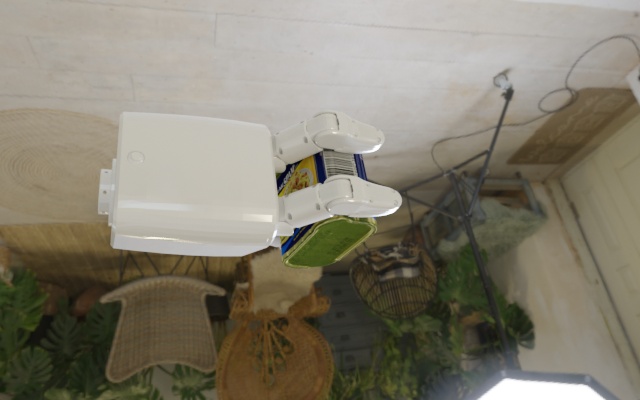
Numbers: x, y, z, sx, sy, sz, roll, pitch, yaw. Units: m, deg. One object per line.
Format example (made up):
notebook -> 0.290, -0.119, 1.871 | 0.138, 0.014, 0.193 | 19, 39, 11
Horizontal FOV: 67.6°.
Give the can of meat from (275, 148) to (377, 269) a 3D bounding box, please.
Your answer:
can of meat -> 0.000, 0.002, 0.401 | 0.057, 0.084, 0.102 | 6, -31, -26
